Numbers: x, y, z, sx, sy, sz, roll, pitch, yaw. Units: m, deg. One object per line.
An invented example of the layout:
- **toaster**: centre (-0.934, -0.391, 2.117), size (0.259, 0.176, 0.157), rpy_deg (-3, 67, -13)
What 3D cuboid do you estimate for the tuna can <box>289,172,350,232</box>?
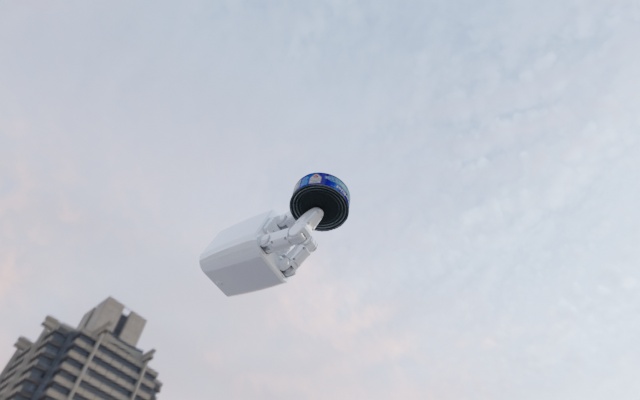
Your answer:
- **tuna can**: centre (0.000, 0.002, 0.689), size (0.086, 0.086, 0.033), rpy_deg (0, 38, 10)
